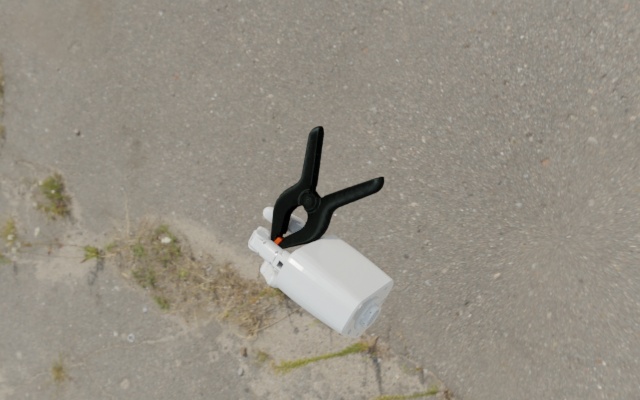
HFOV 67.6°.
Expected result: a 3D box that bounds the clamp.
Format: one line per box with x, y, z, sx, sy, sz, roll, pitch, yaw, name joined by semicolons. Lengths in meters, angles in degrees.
0.000;0.002;0.621;0.120;0.171;0.039;34;11;24;clamp
